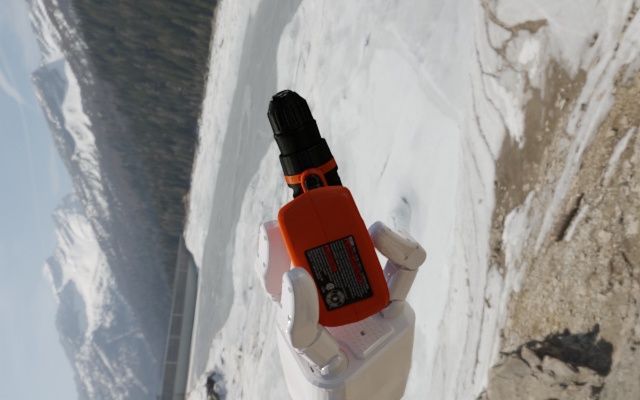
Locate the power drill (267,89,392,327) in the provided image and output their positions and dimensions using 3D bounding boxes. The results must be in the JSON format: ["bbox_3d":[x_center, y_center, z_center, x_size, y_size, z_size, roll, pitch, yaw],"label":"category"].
[{"bbox_3d":[0.000,0.002,0.402,0.057,0.184,0.187,-21,17,4],"label":"power drill"}]
